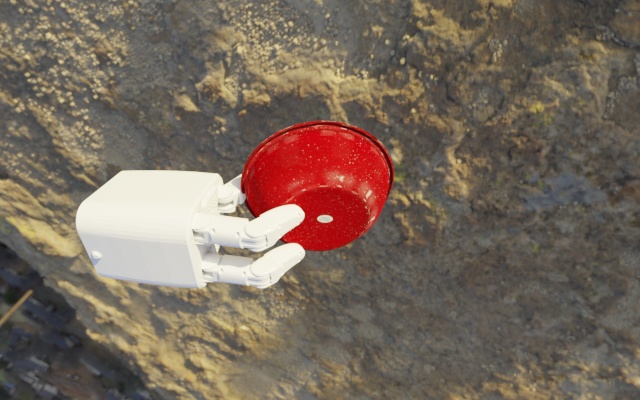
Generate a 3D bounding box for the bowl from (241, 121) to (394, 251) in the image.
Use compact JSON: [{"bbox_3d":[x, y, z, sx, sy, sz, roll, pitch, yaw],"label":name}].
[{"bbox_3d":[0.001,0.002,0.483,0.162,0.162,0.055,0,43,-8],"label":"bowl"}]
